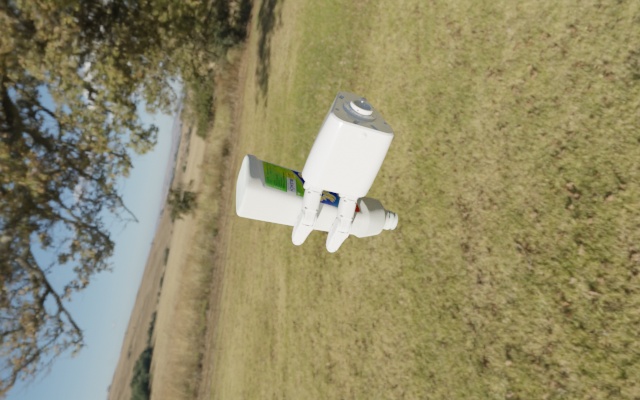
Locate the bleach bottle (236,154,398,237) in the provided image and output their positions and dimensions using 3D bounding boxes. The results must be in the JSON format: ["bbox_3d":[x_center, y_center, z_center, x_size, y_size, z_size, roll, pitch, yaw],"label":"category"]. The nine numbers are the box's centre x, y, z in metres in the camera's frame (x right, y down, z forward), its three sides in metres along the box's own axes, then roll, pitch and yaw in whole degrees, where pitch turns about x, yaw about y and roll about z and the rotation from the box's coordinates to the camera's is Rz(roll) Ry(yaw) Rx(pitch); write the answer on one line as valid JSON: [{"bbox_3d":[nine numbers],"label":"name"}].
[{"bbox_3d":[0.000,0.002,0.737,0.251,0.068,0.102,12,34,-18],"label":"bleach bottle"}]
